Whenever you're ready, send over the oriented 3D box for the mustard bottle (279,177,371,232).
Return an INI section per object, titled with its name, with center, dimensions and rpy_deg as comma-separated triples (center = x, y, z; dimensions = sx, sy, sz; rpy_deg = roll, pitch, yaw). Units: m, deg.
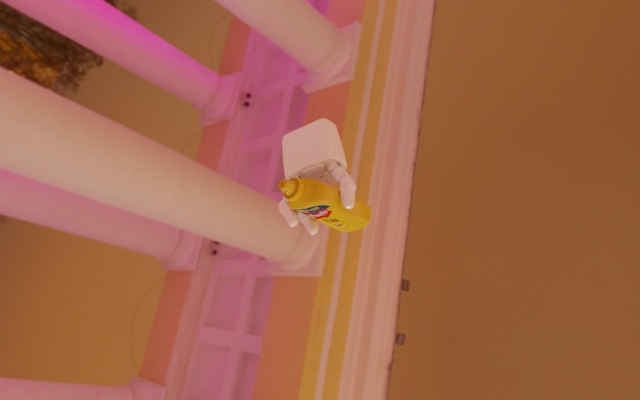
[mustard bottle]
center = 0.000, 0.003, 0.865
dimensions = 0.096, 0.058, 0.192
rpy_deg = -8, -25, 43
